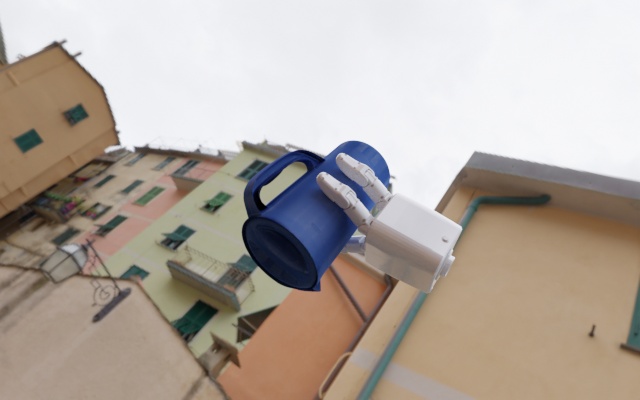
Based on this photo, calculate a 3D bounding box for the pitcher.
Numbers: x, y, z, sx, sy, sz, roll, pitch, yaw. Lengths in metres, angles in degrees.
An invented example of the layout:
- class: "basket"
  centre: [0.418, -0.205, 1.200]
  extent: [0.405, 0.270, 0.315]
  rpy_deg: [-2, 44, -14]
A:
- class: "pitcher"
  centre: [0.000, 0.002, 0.721]
  extent: [0.145, 0.149, 0.242]
  rpy_deg: [28, 50, 20]
